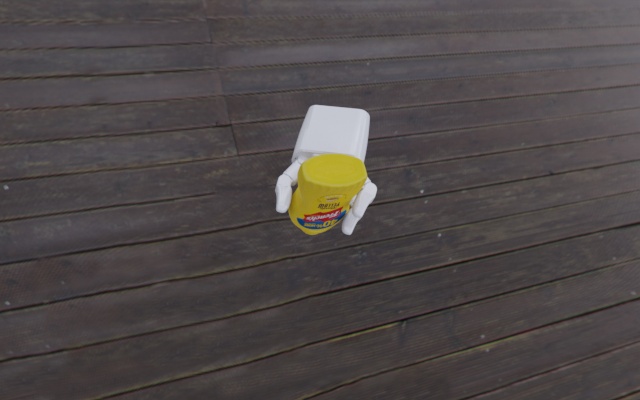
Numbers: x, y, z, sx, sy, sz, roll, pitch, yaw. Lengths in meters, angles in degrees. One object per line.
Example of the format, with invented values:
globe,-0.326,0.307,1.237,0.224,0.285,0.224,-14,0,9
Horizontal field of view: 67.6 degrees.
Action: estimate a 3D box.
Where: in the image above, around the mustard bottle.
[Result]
mustard bottle,0.000,0.003,0.744,0.096,0.058,0.192,-5,-28,-17
